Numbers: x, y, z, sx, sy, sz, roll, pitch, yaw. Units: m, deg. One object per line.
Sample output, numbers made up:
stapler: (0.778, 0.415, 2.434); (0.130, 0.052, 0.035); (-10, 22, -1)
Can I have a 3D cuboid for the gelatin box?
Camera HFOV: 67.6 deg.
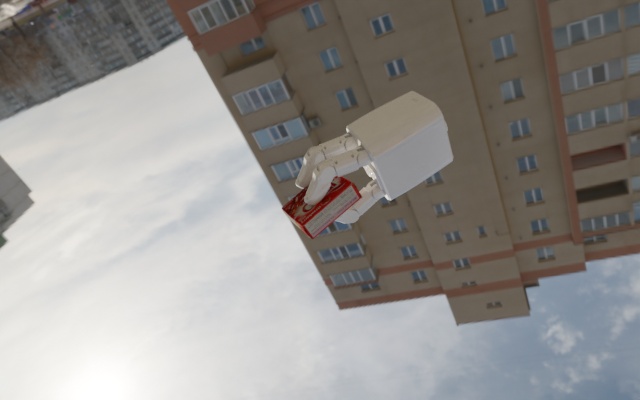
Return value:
gelatin box: (0.000, 0.003, 0.639); (0.089, 0.030, 0.073); (-41, 31, -9)
